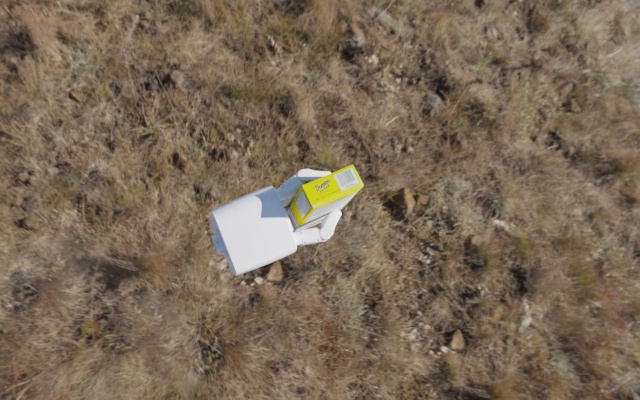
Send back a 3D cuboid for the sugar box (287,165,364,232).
[{"bbox_3d":[0.000,0.002,0.797,0.093,0.048,0.176,-23,-8,-19],"label":"sugar box"}]
